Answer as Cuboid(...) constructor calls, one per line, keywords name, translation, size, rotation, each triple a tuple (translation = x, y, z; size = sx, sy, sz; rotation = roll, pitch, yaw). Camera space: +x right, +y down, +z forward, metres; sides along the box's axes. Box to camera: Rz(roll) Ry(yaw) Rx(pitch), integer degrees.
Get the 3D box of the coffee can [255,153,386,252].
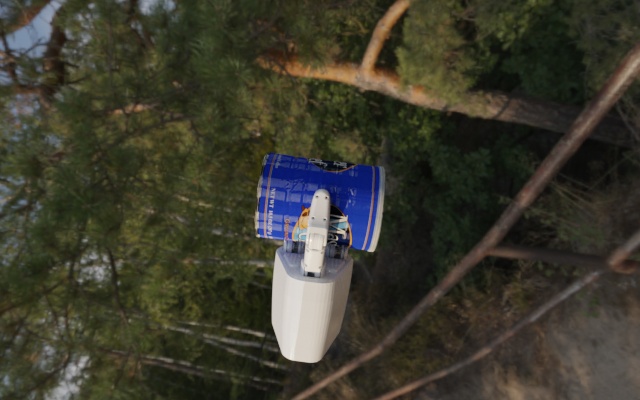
Cuboid(name="coffee can", translation=(0.000, 0.002, 0.572), size=(0.140, 0.103, 0.103), rotation=(7, 0, 0))
